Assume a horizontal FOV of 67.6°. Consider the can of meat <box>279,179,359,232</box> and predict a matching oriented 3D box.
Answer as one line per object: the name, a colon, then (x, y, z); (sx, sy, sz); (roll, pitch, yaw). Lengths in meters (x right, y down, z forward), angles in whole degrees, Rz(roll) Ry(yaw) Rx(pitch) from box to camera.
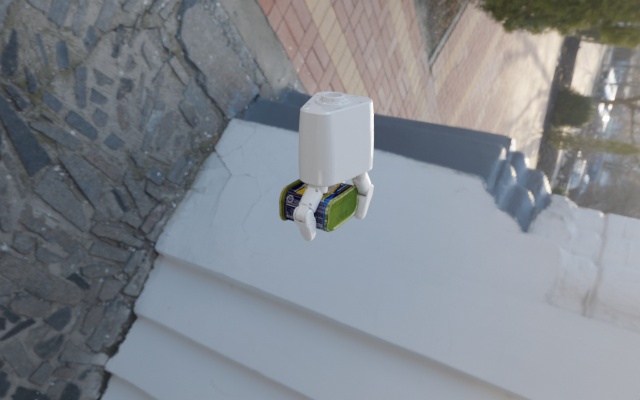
can of meat: (0.000, 0.003, 0.730); (0.084, 0.057, 0.102); (15, 28, 28)
